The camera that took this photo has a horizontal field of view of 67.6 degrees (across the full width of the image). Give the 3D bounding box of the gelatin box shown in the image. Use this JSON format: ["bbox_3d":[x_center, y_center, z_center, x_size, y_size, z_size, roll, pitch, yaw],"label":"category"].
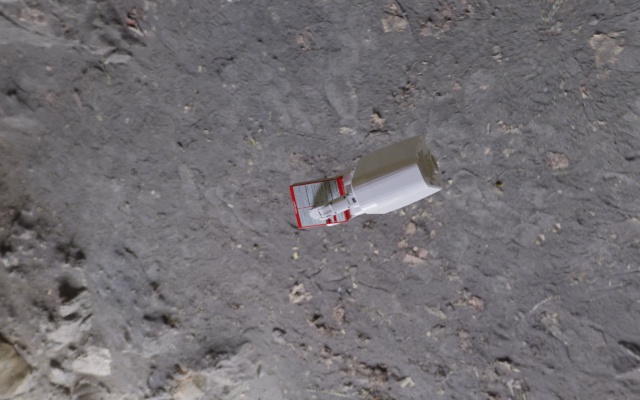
[{"bbox_3d":[0.000,0.003,0.779,0.089,0.073,0.030,-9,11,20],"label":"gelatin box"}]
